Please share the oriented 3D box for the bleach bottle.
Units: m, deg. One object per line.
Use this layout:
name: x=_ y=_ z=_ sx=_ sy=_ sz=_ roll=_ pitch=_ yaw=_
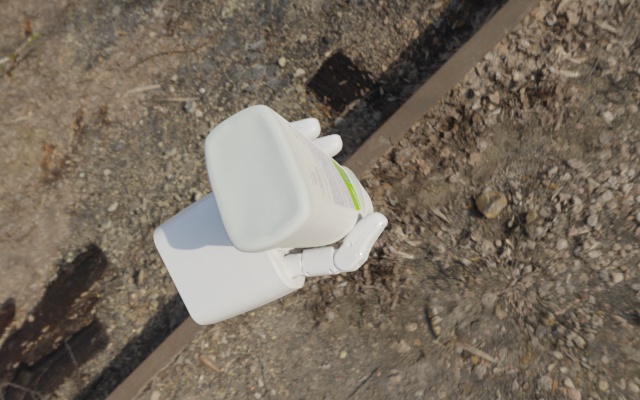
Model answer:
bleach bottle: x=0.000 y=0.001 z=0.431 sx=0.068 sy=0.102 sz=0.251 roll=-26 pitch=-18 yaw=16
